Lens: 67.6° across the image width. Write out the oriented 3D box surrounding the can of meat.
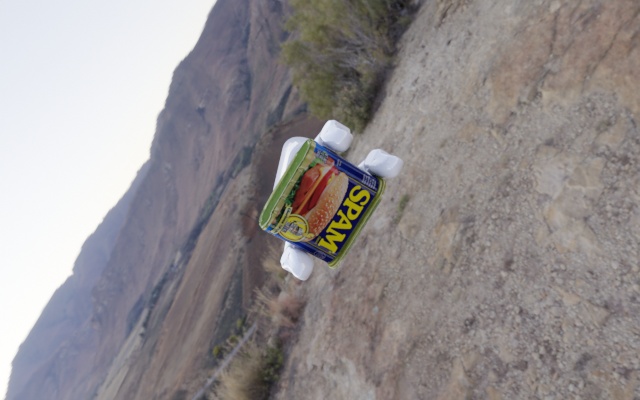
[{"bbox_3d":[0.000,0.001,0.464,0.084,0.102,0.057,29,9,-15],"label":"can of meat"}]
